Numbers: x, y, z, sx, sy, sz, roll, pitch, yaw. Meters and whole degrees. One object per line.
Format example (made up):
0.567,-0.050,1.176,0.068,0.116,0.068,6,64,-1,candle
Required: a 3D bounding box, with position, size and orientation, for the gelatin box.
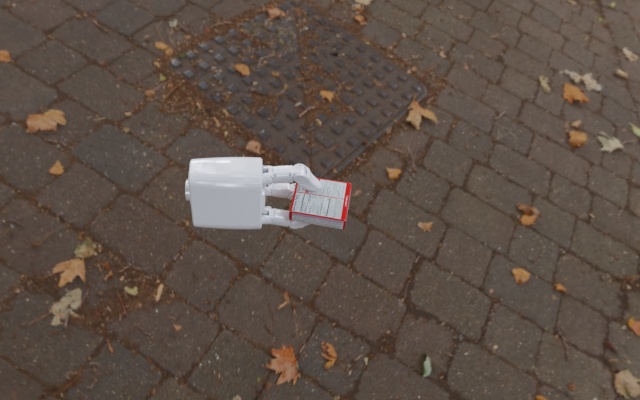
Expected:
0.000,0.002,0.751,0.089,0.073,0.030,9,-34,3,gelatin box
